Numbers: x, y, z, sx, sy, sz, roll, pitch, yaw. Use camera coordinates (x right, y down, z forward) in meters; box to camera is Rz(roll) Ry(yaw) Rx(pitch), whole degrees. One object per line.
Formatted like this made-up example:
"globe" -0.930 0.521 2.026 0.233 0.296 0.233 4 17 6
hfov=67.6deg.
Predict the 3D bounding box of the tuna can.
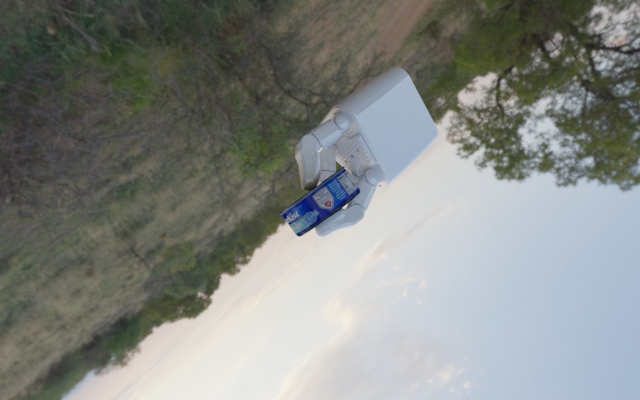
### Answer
"tuna can" 0.000 0.002 0.511 0.086 0.034 0.086 -36 1 1
